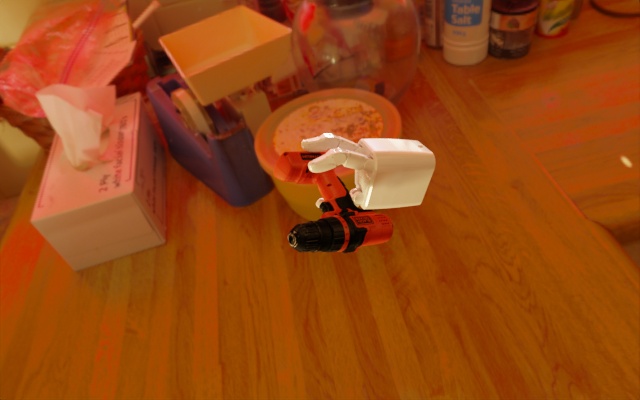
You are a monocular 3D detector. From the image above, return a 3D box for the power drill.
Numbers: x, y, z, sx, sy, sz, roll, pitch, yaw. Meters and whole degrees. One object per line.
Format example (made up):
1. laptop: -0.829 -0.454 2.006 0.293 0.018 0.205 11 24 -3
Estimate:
1. power drill: 0.000 0.002 0.734 0.184 0.057 0.187 -2 46 -39
